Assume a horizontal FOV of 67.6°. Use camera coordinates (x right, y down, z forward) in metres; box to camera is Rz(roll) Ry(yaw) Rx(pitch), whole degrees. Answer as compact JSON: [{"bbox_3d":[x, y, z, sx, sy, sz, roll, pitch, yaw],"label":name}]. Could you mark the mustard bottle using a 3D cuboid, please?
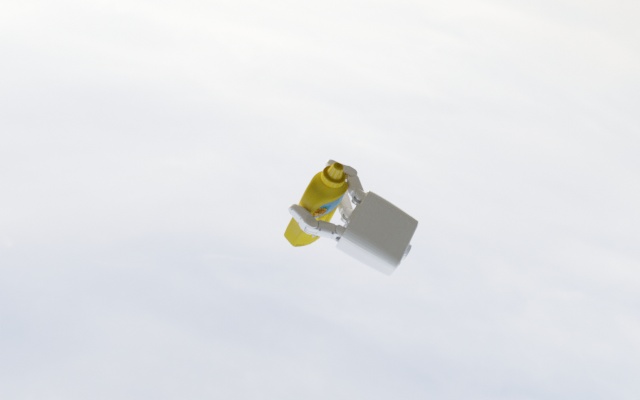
[{"bbox_3d":[0.000,0.003,0.844,0.096,0.058,0.192,-28,-23,-37],"label":"mustard bottle"}]
